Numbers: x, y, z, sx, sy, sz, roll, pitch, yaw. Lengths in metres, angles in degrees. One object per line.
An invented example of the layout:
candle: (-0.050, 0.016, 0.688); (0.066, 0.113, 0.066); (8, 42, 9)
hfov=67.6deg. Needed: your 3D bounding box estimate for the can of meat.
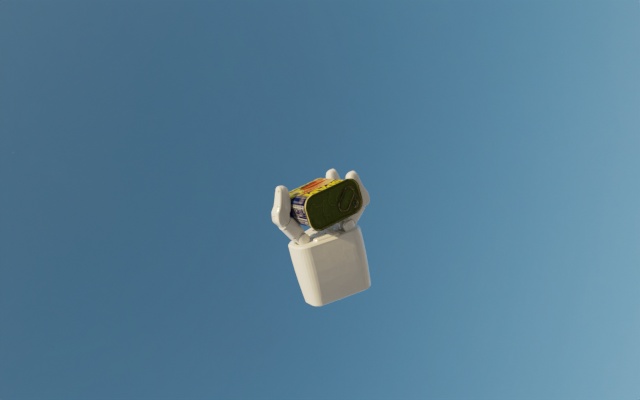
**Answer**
can of meat: (0.000, 0.002, 0.750); (0.102, 0.057, 0.084); (-26, 18, -28)
